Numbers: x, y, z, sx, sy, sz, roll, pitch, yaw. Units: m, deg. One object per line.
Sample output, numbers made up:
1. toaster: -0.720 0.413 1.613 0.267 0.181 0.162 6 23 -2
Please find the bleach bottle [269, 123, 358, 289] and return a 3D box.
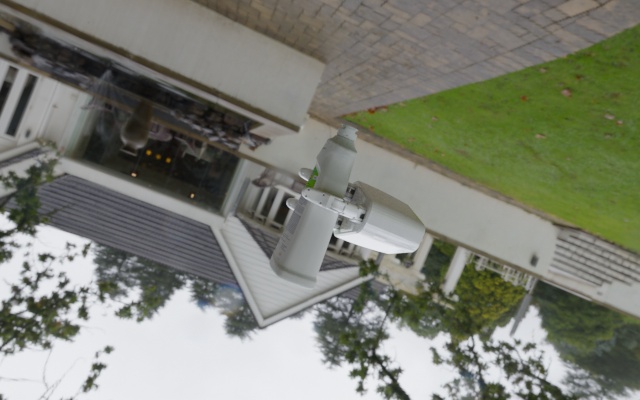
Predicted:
1. bleach bottle: 0.000 0.002 0.738 0.068 0.251 0.102 22 1 -19
